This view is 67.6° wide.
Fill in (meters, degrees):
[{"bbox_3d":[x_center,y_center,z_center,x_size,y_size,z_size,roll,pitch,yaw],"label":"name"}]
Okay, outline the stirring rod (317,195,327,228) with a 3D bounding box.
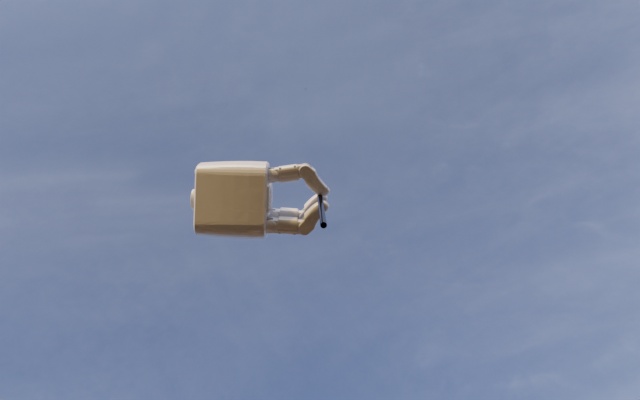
[{"bbox_3d":[0.000,0.002,0.687,0.011,0.011,0.239,0,13,-2],"label":"stirring rod"}]
